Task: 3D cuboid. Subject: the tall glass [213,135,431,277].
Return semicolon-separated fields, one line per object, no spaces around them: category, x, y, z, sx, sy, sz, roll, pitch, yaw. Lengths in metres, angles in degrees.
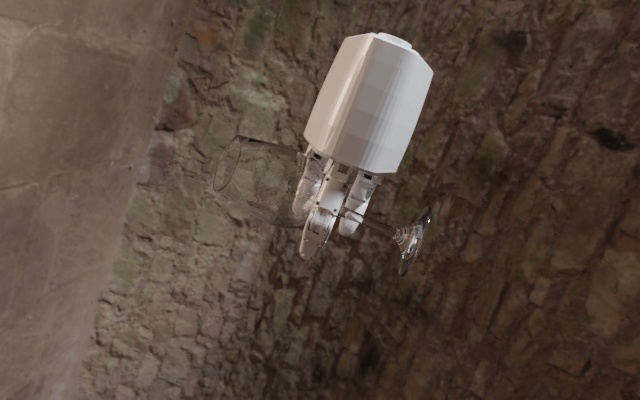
tall glass;0.001;0.002;0.467;0.201;0.079;0.079;22;1;2
